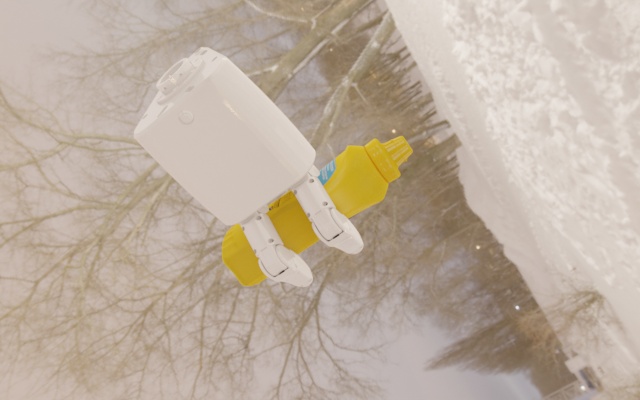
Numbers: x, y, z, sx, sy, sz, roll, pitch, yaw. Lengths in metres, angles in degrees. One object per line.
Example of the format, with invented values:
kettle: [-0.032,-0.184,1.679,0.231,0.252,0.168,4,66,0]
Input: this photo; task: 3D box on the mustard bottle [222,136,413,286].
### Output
mustard bottle: [0.000,0.002,0.445,0.191,0.058,0.096,-35,9,13]
